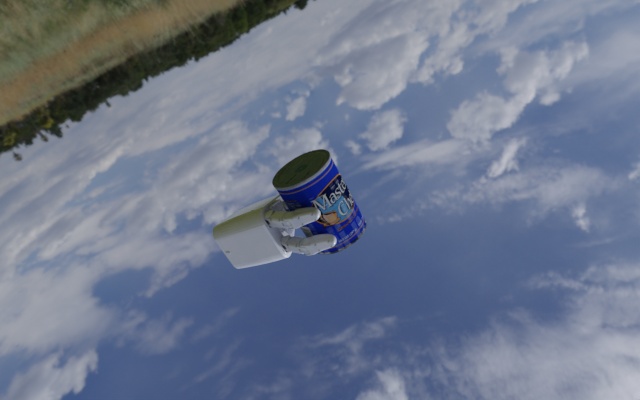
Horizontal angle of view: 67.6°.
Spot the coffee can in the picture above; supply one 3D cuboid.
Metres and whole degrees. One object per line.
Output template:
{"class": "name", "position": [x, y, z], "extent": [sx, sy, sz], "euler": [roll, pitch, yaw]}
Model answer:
{"class": "coffee can", "position": [0.000, 0.002, 0.779], "extent": [0.103, 0.140, 0.102], "euler": [-24, 26, 13]}
